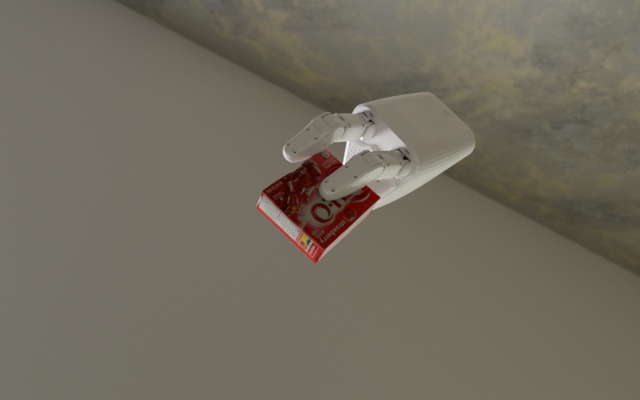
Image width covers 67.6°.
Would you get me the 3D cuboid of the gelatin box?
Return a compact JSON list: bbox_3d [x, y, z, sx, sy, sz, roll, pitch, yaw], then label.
[{"bbox_3d":[0.000,0.002,0.426,0.089,0.073,0.030,-38,-14,-38],"label":"gelatin box"}]
